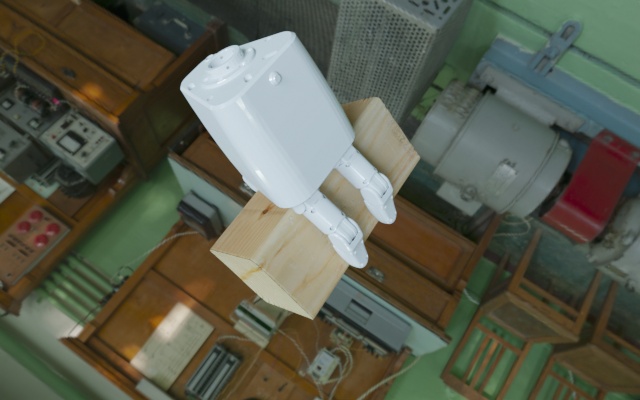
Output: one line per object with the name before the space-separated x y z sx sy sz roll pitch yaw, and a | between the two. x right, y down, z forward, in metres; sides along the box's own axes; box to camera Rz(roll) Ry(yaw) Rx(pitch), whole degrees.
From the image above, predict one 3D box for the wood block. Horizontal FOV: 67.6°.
wood block | 0.000 0.001 0.484 0.091 0.206 0.090 2 -41 54
